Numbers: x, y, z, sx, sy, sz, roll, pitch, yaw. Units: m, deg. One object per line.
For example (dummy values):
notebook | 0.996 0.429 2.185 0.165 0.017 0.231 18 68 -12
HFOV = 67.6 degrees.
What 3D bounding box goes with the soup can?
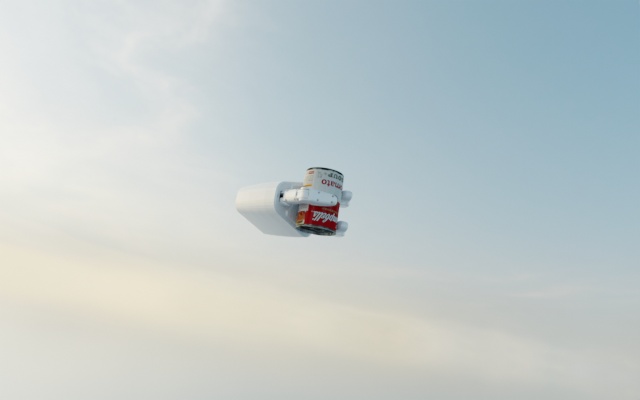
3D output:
soup can | 0.000 0.002 0.801 0.068 0.102 0.068 9 -15 2
